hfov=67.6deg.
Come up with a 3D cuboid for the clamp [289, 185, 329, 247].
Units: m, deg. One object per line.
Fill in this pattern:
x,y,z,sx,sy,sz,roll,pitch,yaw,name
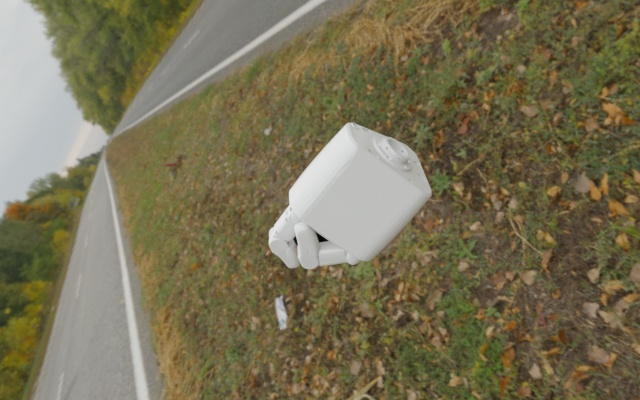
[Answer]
0.000,0.002,0.619,0.039,0.120,0.171,25,32,-23,clamp
